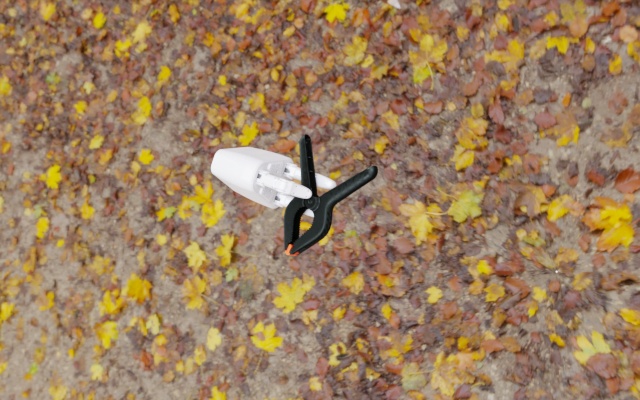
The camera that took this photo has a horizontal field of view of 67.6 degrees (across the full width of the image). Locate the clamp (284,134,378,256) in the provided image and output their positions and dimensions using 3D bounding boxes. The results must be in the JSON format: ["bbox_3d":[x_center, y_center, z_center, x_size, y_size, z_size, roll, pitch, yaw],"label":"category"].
[{"bbox_3d":[-0.001,0.003,0.818,0.164,0.210,0.036,21,2,33],"label":"clamp"}]
